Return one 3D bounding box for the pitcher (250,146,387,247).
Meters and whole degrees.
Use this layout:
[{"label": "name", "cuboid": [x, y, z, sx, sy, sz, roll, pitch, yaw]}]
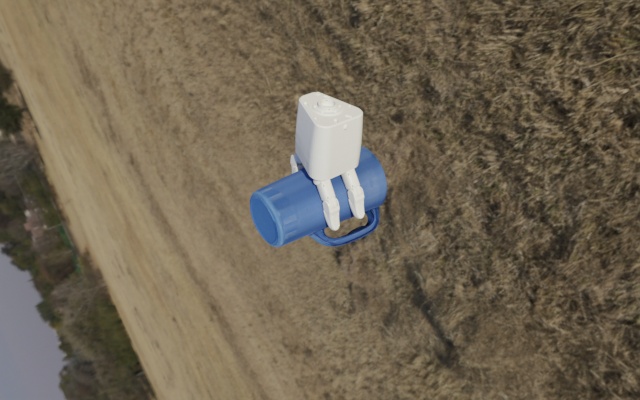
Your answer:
[{"label": "pitcher", "cuboid": [0.000, 0.003, 0.893, 0.243, 0.145, 0.149, -24, 50, -29]}]
